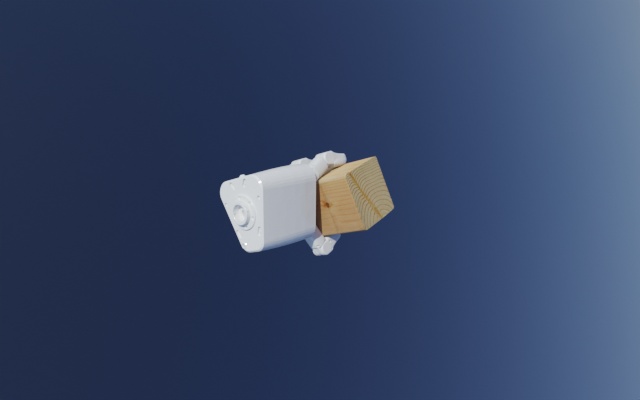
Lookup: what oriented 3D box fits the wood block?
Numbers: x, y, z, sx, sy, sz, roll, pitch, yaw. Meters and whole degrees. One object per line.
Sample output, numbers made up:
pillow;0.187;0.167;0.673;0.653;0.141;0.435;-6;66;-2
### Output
wood block;0.000;0.003;0.778;0.206;0.091;0.090;-11;15;42
